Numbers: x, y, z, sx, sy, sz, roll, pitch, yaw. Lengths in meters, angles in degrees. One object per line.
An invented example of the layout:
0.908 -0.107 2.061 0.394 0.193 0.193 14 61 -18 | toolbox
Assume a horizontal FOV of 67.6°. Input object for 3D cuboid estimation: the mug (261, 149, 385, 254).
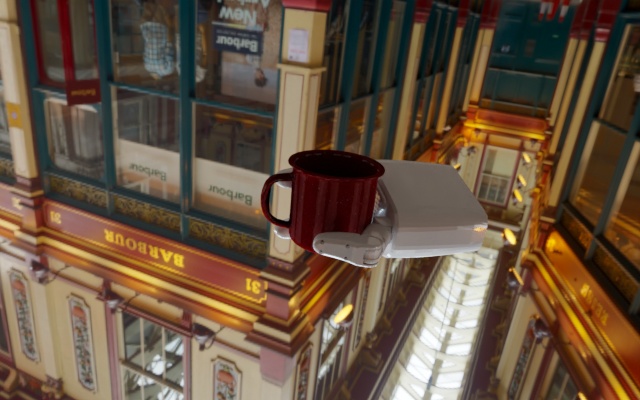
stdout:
-0.001 0.002 0.466 0.117 0.081 0.093 0 22 -15 | mug
